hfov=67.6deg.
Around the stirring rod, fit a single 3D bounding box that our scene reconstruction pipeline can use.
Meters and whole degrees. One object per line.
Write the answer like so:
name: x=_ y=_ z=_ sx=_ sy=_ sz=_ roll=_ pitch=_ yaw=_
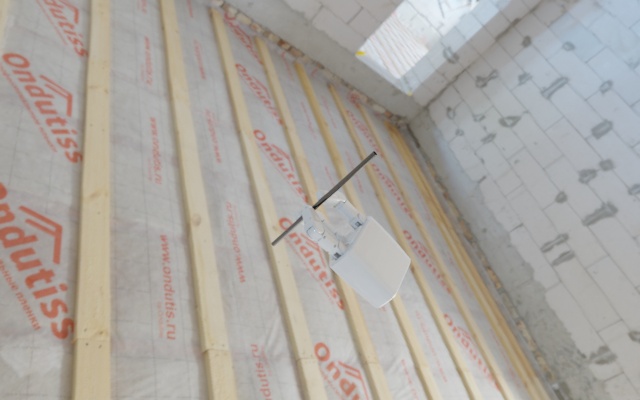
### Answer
stirring rod: x=0.000 y=0.002 z=0.754 sx=0.239 sy=0.011 sz=0.011 roll=-42 pitch=-22 yaw=26
